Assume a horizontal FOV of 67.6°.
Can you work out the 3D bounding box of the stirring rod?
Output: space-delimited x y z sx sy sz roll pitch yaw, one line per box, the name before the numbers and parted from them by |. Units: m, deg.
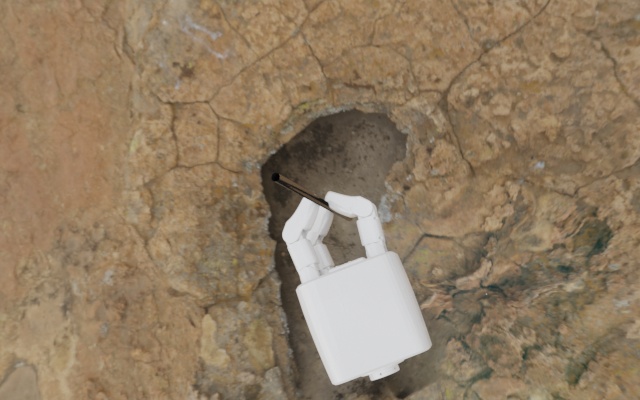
stirring rod | 0.000 0.002 0.524 0.011 0.011 0.239 0 -11 19
